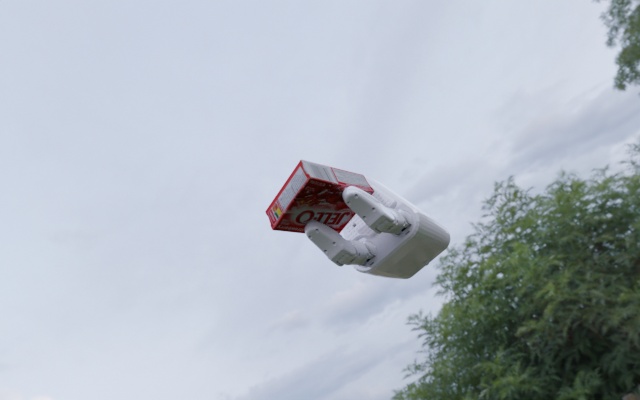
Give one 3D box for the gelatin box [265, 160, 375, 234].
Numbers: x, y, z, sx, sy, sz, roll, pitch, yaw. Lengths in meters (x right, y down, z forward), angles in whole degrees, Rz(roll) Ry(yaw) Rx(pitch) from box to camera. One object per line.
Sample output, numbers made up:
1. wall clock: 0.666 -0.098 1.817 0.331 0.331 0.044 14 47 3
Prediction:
1. gelatin box: 0.000 0.001 0.488 0.089 0.030 0.073 11 -51 -39
